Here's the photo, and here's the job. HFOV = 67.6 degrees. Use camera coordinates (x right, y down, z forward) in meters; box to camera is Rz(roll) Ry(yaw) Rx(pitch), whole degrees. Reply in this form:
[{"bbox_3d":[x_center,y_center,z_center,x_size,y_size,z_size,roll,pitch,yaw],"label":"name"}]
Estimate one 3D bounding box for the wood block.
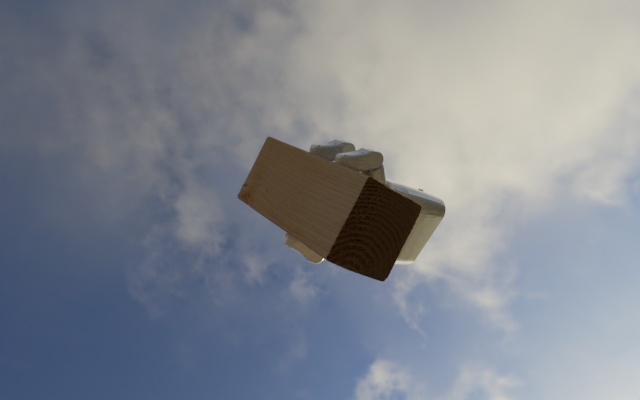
[{"bbox_3d":[0.000,0.002,0.549,0.090,0.091,0.206,26,1,-38],"label":"wood block"}]
